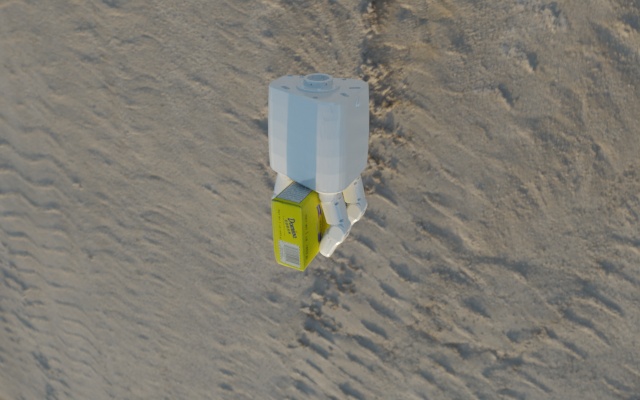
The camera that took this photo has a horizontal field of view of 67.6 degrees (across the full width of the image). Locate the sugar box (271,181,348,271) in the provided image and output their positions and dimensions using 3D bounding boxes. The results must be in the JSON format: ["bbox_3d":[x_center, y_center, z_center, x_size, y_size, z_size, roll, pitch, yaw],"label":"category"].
[{"bbox_3d":[0.001,0.002,0.617,0.048,0.093,0.176,15,35,24],"label":"sugar box"}]
